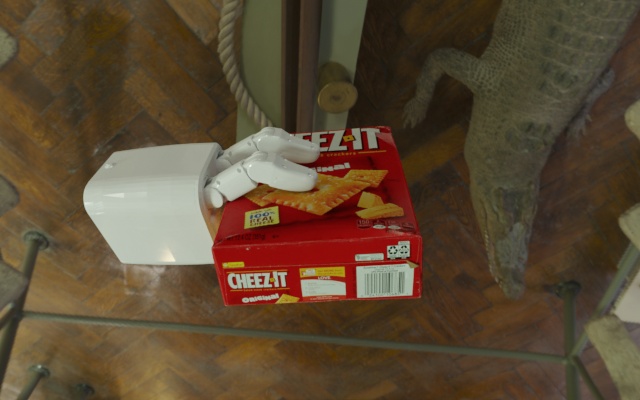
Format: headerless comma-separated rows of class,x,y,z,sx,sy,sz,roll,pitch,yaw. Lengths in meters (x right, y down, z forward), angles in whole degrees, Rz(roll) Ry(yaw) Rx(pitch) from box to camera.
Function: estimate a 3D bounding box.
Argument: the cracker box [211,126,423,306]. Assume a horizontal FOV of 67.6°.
cracker box,0.000,0.002,0.461,0.164,0.072,0.213,-3,32,3
